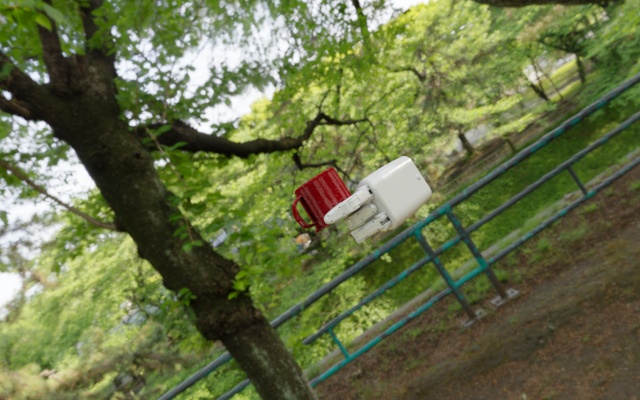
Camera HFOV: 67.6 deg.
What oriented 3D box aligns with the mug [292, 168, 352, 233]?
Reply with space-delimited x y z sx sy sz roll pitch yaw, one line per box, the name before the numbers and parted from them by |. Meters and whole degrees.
mug | -0.001 0.003 0.814 0.117 0.081 0.093 -32 0 -31
